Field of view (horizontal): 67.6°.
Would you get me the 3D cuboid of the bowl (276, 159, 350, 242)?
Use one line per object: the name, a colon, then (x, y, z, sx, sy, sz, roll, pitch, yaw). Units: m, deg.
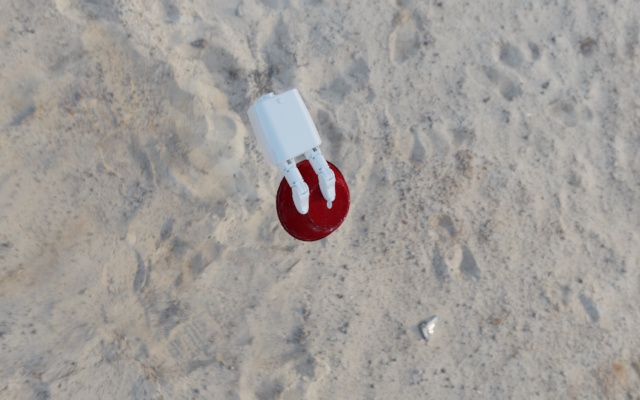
bowl: (0.001, 0.004, 0.888, 0.162, 0.162, 0.055, 0, 8, -33)
